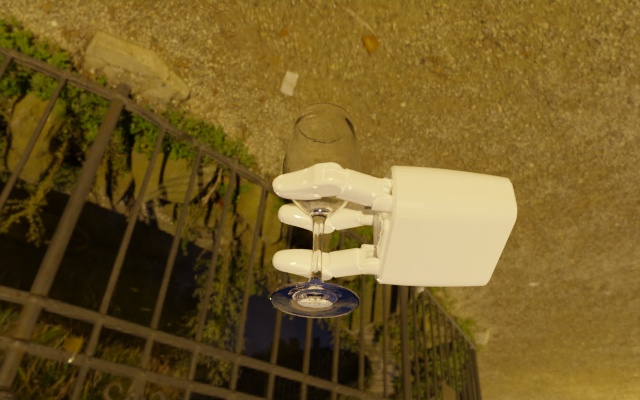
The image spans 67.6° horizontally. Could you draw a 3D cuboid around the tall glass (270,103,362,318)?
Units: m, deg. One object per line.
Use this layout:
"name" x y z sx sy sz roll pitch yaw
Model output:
"tall glass" 0.000 0.002 0.450 0.079 0.201 0.079 2 -33 1
